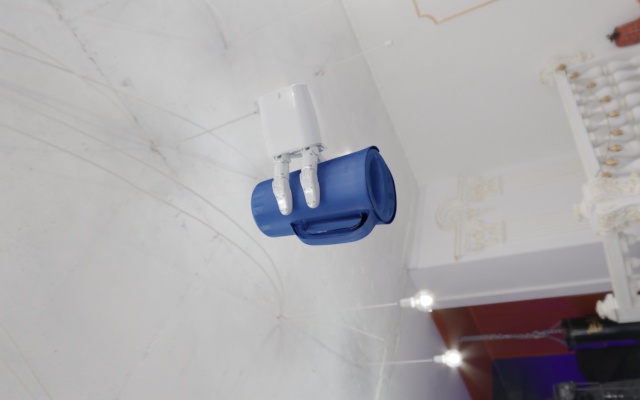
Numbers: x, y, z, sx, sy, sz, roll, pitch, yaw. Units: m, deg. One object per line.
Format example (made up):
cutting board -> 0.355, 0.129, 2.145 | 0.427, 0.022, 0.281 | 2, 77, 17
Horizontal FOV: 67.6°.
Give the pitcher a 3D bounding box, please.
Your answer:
pitcher -> 0.000, 0.003, 0.831 | 0.243, 0.145, 0.149 | -13, -1, 27
